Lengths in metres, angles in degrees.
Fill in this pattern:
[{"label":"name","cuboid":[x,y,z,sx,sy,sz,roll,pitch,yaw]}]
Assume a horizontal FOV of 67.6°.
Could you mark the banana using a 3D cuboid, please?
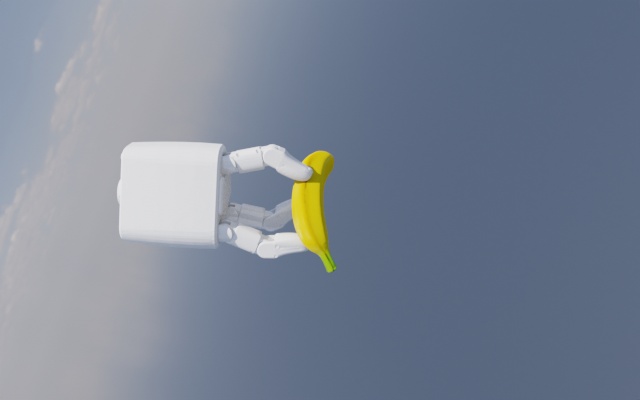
[{"label":"banana","cuboid":[-0.007,-0.008,0.576,0.037,0.197,0.070,-15,-48,17]}]
